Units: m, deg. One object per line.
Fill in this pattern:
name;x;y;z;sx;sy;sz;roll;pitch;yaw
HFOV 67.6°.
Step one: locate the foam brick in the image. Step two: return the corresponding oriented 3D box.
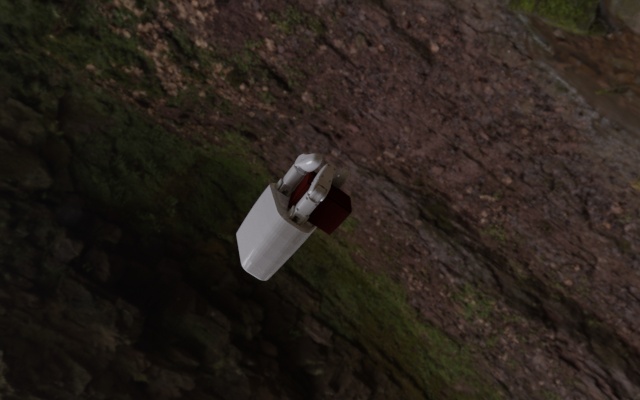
foam brick;0.000;0.002;0.704;0.078;0.051;0.053;35;21;-12
